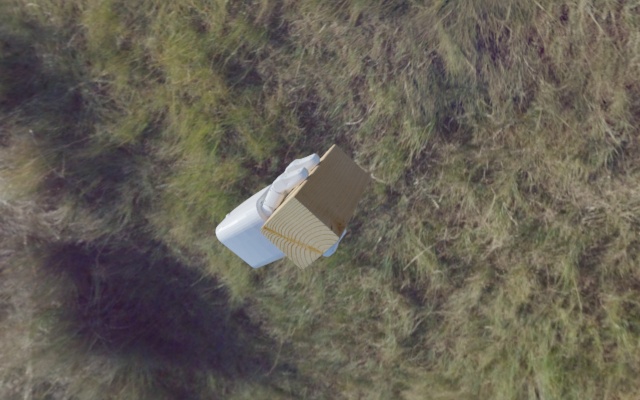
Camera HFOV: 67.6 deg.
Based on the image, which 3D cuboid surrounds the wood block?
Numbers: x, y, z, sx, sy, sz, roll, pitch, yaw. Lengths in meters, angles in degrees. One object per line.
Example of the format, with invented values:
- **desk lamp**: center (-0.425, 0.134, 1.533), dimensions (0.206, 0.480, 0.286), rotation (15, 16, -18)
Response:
- **wood block**: center (0.000, 0.003, 0.763), dimensions (0.090, 0.091, 0.206), rotation (-43, 7, 32)
